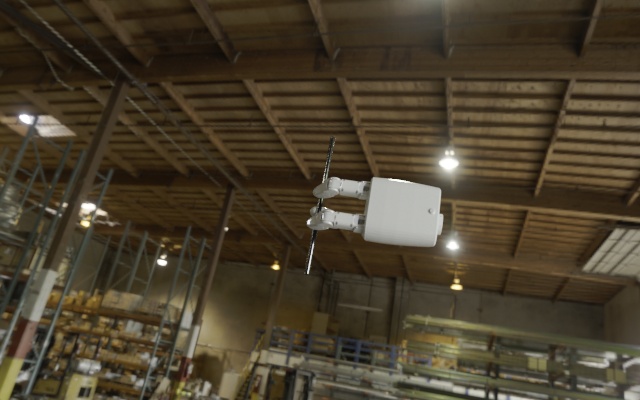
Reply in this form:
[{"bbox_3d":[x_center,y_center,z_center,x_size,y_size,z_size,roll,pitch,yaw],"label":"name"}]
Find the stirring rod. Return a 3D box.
[{"bbox_3d":[0.000,0.003,0.771,0.011,0.239,0.011,9,-22,4],"label":"stirring rod"}]
